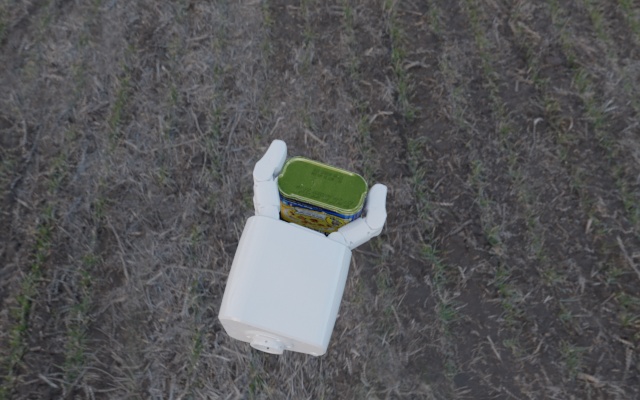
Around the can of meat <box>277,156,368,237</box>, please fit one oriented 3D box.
[{"bbox_3d":[0.000,0.002,0.543,0.102,0.057,0.084,16,-27,6],"label":"can of meat"}]
